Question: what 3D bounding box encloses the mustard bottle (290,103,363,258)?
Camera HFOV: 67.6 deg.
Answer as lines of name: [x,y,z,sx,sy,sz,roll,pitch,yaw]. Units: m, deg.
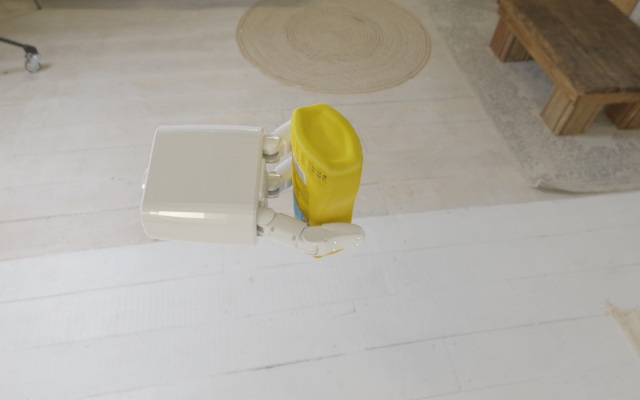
mustard bottle: [0.000,0.001,0.497,0.058,0.096,0.192,-16,-37,-17]
